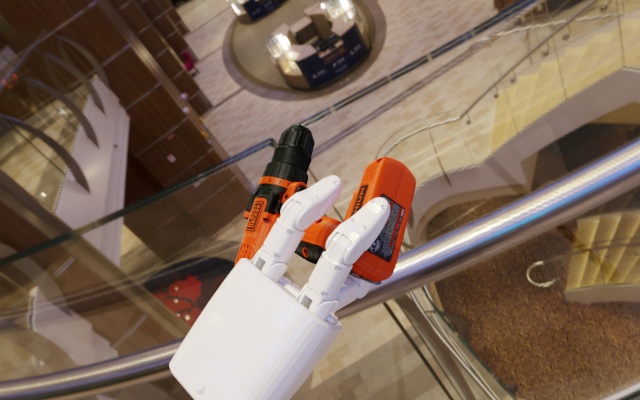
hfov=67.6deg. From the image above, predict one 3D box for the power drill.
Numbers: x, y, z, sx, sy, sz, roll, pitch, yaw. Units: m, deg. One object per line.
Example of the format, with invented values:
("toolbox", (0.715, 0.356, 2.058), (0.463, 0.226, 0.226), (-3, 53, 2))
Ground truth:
("power drill", (0.000, 0.002, 0.472), (0.057, 0.184, 0.187), (26, -17, -38))
